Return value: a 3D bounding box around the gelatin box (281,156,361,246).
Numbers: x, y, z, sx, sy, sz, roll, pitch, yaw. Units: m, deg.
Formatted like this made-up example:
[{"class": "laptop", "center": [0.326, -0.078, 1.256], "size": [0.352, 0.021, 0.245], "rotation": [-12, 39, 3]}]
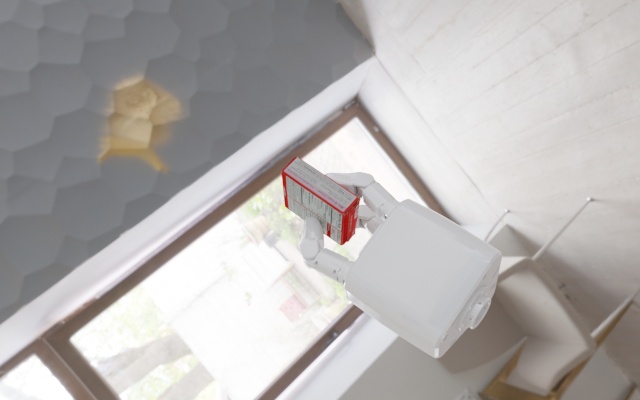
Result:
[{"class": "gelatin box", "center": [0.000, 0.002, 0.525], "size": [0.089, 0.030, 0.073], "rotation": [34, -26, 19]}]
